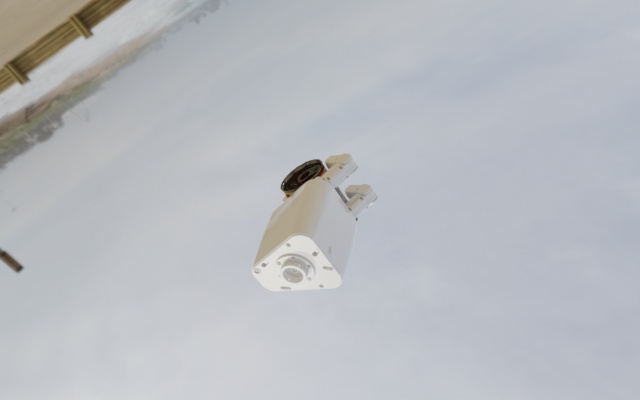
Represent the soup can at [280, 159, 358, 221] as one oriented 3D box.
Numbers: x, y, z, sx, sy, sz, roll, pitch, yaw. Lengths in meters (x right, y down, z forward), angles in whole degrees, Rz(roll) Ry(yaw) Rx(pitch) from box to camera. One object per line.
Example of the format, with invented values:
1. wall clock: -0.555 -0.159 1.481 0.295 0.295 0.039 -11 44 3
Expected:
1. soup can: 0.000 0.002 0.670 0.068 0.102 0.068 -28 26 15
